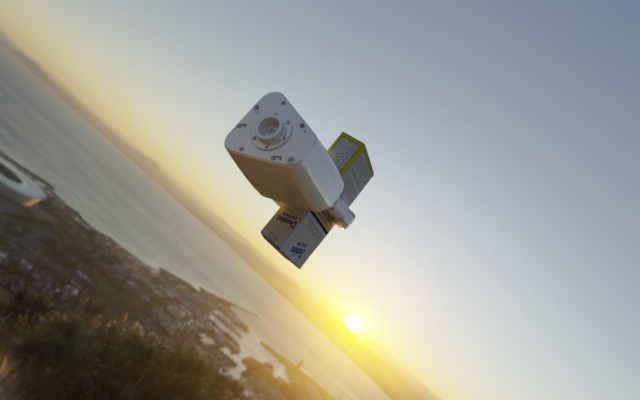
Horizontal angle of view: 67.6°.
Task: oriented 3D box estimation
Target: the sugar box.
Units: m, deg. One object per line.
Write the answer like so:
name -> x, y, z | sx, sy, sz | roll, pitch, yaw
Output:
sugar box -> 0.000, 0.002, 0.649 | 0.048, 0.176, 0.093 | 36, -11, 27
